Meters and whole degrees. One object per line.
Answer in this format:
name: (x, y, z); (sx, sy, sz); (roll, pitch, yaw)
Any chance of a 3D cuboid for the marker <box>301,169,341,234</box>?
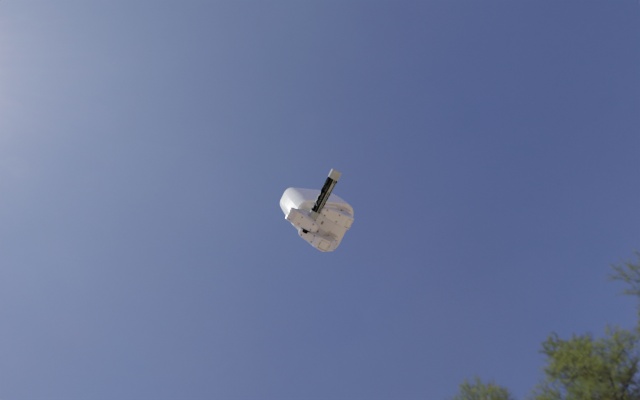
marker: (0.000, 0.003, 0.820); (0.020, 0.121, 0.020); (27, 7, -4)
